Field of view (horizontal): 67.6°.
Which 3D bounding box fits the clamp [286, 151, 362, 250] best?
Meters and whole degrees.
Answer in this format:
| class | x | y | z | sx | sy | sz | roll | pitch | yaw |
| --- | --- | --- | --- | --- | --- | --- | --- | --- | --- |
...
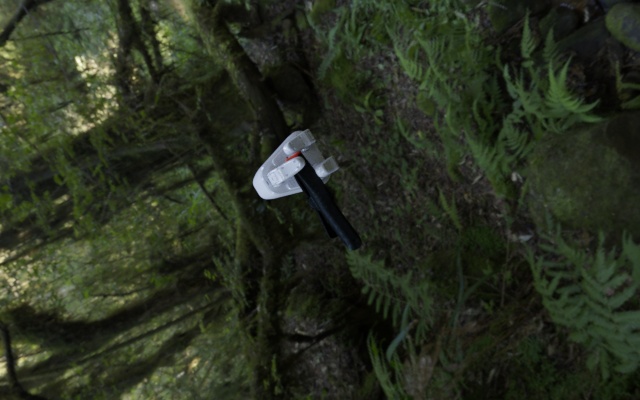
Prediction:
| class | x | y | z | sx | sy | sz | roll | pitch | yaw |
| --- | --- | --- | --- | --- | --- | --- | --- | --- | --- |
| clamp | 0.000 | 0.003 | 0.756 | 0.039 | 0.171 | 0.120 | -32 | 4 | -16 |
